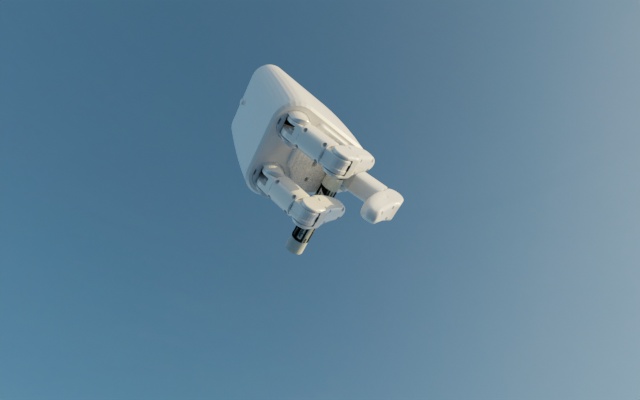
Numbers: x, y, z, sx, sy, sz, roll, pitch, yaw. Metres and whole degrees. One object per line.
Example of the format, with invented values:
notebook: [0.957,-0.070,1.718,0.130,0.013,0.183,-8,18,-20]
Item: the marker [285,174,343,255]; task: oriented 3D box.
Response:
marker: [0.000,0.002,0.460,0.020,0.121,0.020,25,25,-12]
